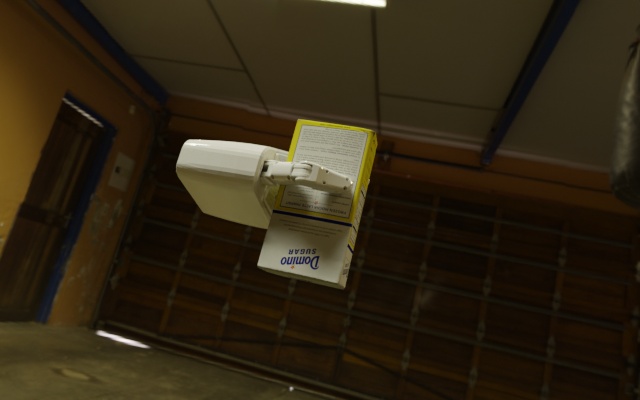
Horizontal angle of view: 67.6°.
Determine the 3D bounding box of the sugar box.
[{"bbox_3d":[0.000,0.002,0.531,0.093,0.176,0.048,10,-13,16],"label":"sugar box"}]
